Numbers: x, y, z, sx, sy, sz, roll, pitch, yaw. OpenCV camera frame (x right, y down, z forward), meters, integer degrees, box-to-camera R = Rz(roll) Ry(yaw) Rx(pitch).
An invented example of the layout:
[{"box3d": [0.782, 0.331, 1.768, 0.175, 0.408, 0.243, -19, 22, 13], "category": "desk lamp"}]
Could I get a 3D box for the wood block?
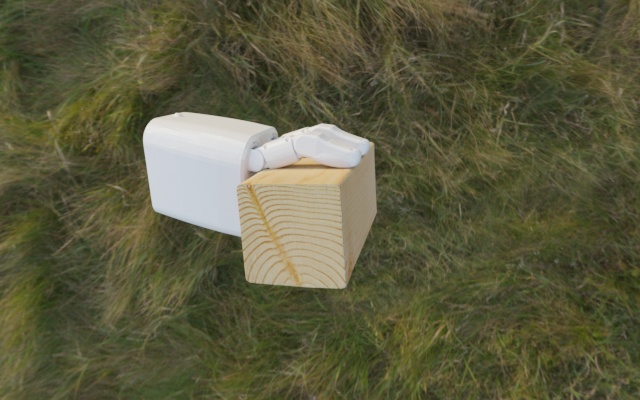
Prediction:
[{"box3d": [0.000, 0.002, 0.485, 0.090, 0.091, 0.206, 1, 16, 14], "category": "wood block"}]
